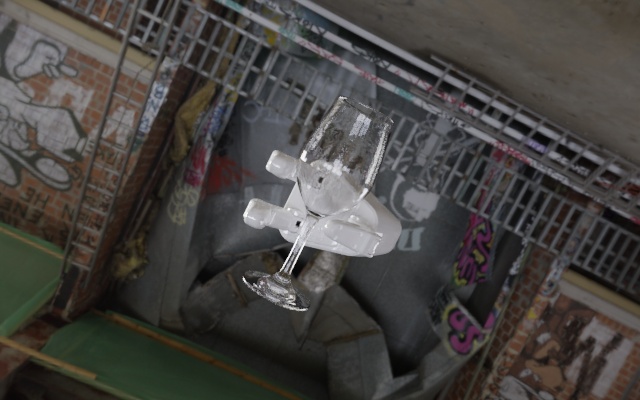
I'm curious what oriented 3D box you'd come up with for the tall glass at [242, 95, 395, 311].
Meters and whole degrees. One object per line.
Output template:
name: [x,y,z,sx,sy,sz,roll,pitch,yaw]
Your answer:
tall glass: [0.000,0.002,0.468,0.079,0.201,0.079,26,6,-3]
